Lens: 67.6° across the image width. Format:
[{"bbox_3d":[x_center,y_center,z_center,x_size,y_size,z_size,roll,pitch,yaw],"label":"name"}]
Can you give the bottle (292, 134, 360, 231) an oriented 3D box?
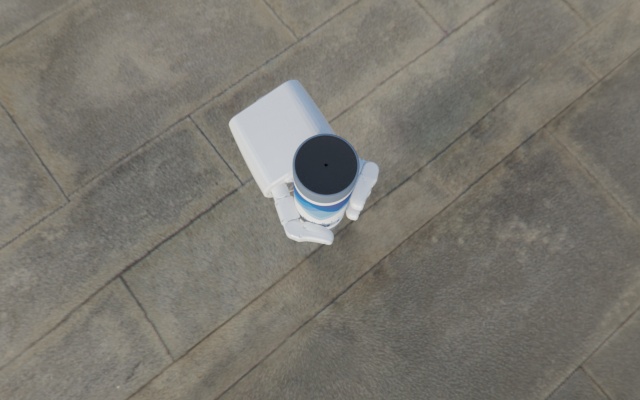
[{"bbox_3d":[0.000,0.002,0.610,0.069,0.069,0.296,0,-15,-2],"label":"bottle"}]
